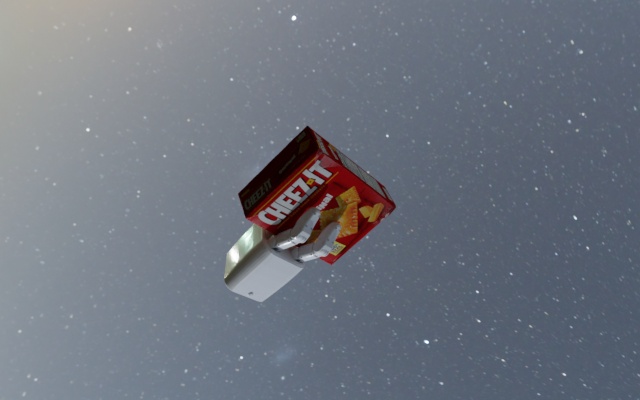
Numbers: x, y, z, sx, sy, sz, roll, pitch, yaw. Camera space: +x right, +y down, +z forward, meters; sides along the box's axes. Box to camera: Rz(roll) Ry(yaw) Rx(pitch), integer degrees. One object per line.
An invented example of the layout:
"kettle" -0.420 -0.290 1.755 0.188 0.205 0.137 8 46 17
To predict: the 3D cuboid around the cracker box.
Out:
"cracker box" 0.000 0.003 0.792 0.214 0.164 0.072 33 21 -40
